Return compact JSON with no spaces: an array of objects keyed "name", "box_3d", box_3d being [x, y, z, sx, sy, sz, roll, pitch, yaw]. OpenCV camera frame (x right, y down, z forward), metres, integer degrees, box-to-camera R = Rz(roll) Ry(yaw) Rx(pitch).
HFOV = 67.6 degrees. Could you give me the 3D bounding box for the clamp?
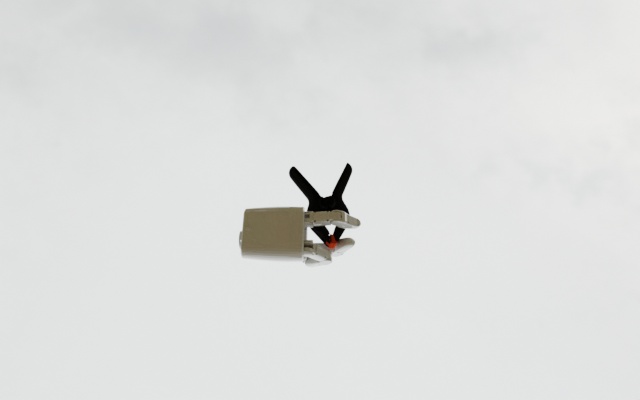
[{"name":"clamp","box_3d":[0.000,0.003,0.875,0.120,0.171,0.039,1,-29,0]}]
